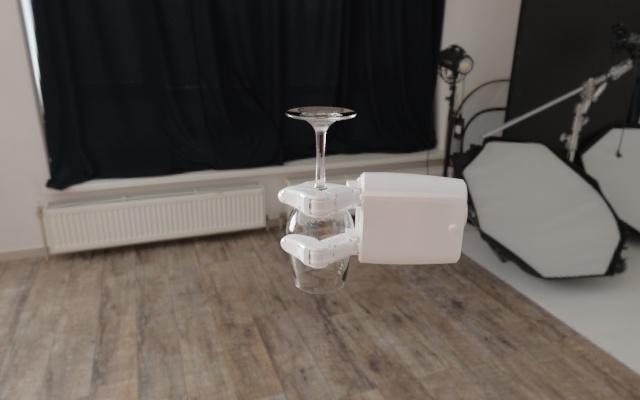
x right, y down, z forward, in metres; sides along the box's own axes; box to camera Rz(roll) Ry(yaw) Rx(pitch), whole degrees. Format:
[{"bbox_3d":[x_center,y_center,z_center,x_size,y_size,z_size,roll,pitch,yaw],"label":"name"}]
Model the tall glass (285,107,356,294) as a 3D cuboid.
[{"bbox_3d":[0.000,0.001,0.532,0.079,0.201,0.079,1,20,0],"label":"tall glass"}]
